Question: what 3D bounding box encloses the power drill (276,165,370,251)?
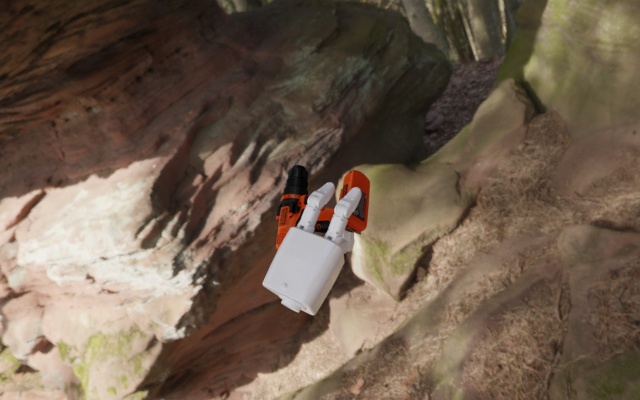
[{"bbox_3d":[0.000,0.003,0.868,0.188,0.184,0.057,-15,-30,40],"label":"power drill"}]
